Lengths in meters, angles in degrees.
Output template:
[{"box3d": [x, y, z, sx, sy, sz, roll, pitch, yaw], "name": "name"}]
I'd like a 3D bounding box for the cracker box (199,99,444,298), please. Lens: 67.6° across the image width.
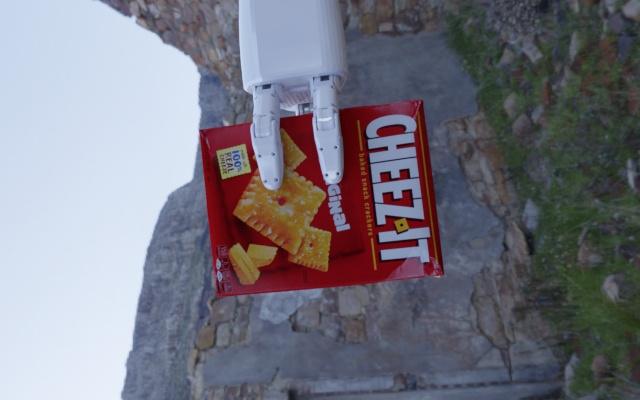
[{"box3d": [0.000, 0.002, 0.462, 0.214, 0.164, 0.072, -7, -5, 7], "name": "cracker box"}]
